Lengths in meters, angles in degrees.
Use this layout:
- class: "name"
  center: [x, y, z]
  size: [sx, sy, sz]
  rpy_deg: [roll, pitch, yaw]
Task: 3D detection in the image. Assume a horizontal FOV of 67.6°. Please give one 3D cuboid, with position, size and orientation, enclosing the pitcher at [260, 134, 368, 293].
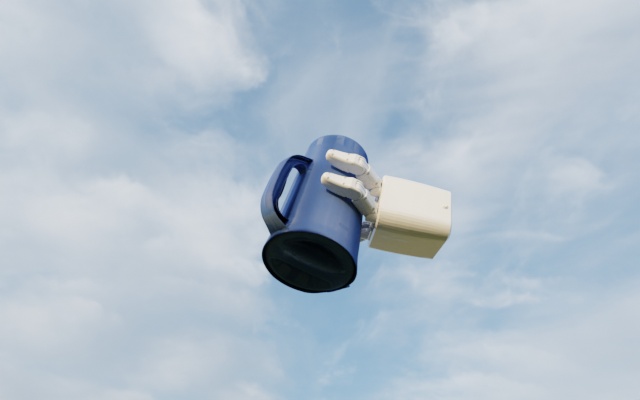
- class: "pitcher"
  center: [0.000, 0.002, 0.721]
  size: [0.145, 0.149, 0.242]
  rpy_deg: [12, 45, 3]
